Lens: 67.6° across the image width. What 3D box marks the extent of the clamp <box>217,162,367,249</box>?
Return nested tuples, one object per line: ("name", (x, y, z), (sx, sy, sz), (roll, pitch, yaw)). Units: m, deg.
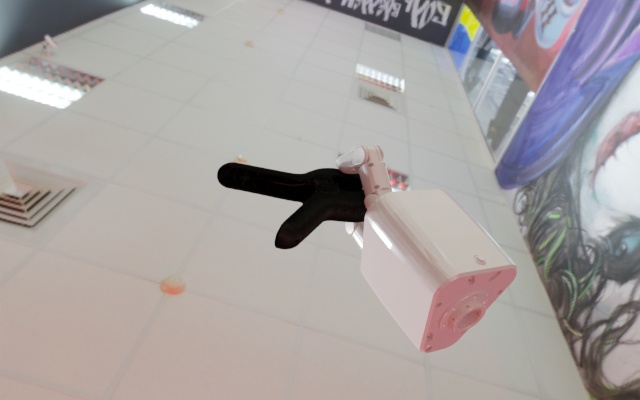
("clamp", (0.000, 0.002, 0.450), (0.171, 0.039, 0.120), (-2, 39, -30))
